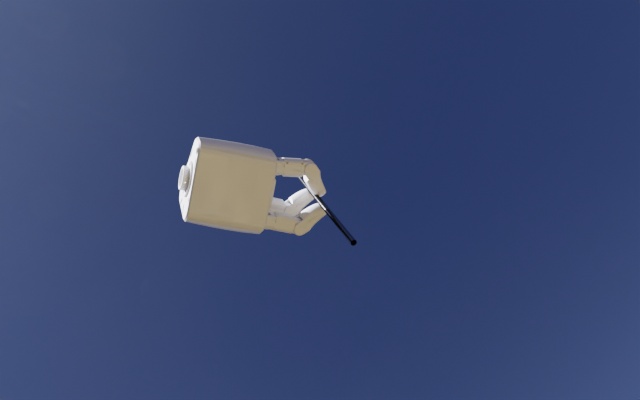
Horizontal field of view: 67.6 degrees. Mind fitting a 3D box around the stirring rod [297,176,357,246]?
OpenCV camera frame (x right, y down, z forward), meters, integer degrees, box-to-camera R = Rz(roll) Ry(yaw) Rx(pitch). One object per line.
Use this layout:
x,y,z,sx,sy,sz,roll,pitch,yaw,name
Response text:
0.000,0.002,0.679,0.011,0.011,0.239,0,24,-21,stirring rod
